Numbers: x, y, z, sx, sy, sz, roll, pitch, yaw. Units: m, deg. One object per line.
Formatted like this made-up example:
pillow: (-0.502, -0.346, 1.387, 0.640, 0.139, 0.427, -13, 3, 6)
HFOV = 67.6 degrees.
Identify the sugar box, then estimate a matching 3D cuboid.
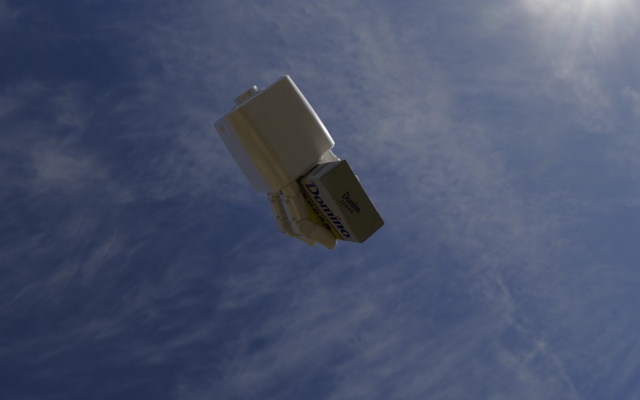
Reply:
sugar box: (0.000, 0.002, 0.611, 0.048, 0.093, 0.176, -38, 14, -18)
